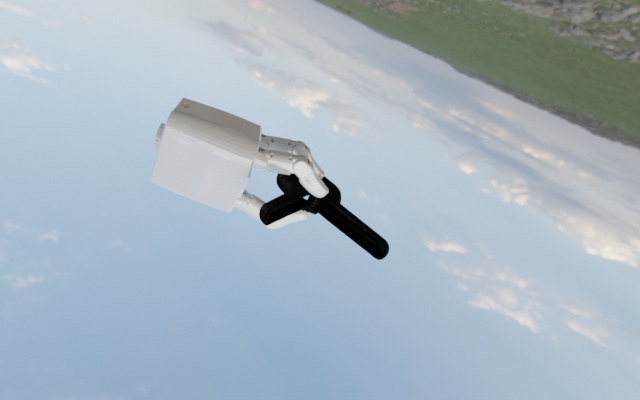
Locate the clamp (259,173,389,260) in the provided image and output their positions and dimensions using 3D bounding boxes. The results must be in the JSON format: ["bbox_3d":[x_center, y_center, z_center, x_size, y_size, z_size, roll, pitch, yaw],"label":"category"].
[{"bbox_3d":[-0.001,0.002,0.625,0.164,0.036,0.210,22,20,-15],"label":"clamp"}]
